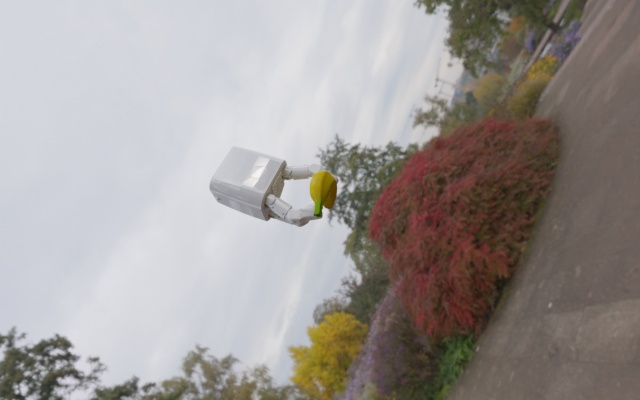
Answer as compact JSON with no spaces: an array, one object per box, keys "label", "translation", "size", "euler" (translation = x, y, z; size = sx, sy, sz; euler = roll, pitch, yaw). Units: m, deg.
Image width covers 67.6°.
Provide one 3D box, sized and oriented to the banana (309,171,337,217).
[{"label":"banana","translation":[0.004,-0.015,0.801],"size":[0.037,0.069,0.198],"euler":[15,5,7]}]
